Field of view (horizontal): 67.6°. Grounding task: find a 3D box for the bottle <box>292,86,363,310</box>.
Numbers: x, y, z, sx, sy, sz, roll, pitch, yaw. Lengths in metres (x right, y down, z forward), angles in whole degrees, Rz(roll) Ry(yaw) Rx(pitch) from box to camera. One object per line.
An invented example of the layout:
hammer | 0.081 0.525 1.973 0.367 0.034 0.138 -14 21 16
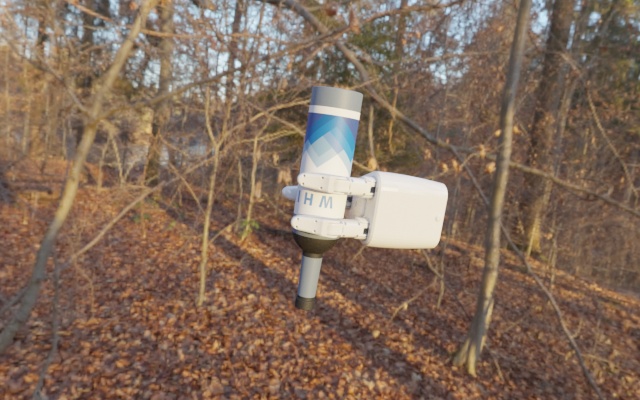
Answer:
bottle | 0.000 0.002 0.637 0.069 0.296 0.069 9 7 -1
